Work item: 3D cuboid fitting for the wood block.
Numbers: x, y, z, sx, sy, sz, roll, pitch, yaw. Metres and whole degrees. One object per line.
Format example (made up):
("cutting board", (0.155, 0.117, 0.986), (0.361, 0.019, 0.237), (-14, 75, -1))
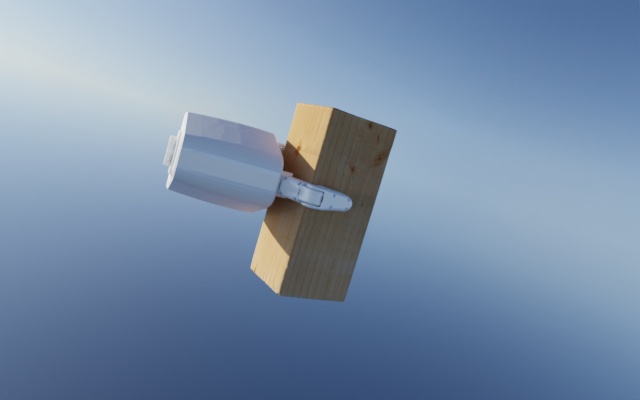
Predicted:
("wood block", (0.000, 0.002, 0.555), (0.090, 0.206, 0.091), (13, 7, -32))
